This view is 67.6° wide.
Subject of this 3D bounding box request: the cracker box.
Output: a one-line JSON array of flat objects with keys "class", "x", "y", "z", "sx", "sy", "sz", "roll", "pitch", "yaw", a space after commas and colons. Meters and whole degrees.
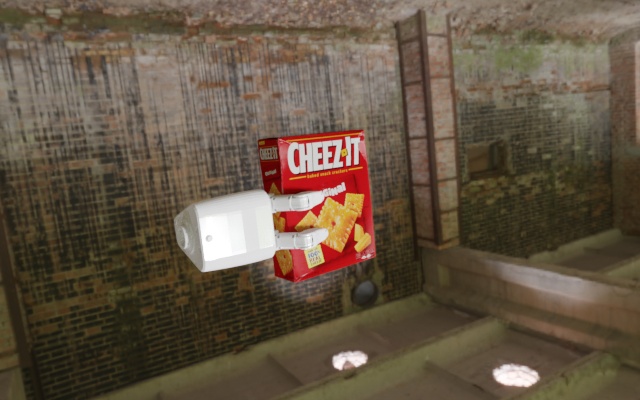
[{"class": "cracker box", "x": 0.000, "y": 0.003, "z": 0.747, "sx": 0.164, "sy": 0.214, "sz": 0.072, "roll": -11, "pitch": 9, "yaw": -34}]
